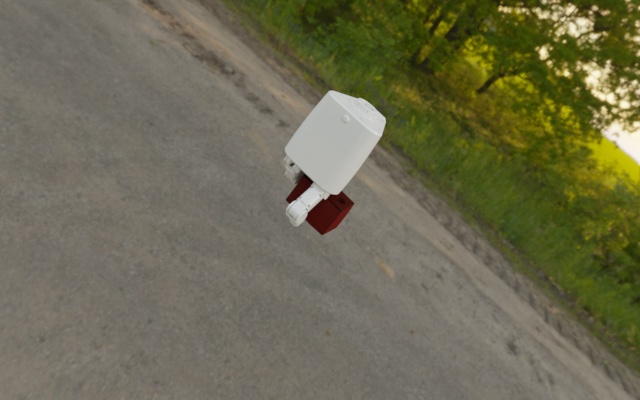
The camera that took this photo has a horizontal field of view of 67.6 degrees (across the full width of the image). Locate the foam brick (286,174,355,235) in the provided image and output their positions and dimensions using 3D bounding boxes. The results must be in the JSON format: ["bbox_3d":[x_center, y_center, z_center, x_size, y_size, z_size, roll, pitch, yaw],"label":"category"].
[{"bbox_3d":[0.000,0.003,0.695,0.078,0.051,0.053,44,25,10],"label":"foam brick"}]
